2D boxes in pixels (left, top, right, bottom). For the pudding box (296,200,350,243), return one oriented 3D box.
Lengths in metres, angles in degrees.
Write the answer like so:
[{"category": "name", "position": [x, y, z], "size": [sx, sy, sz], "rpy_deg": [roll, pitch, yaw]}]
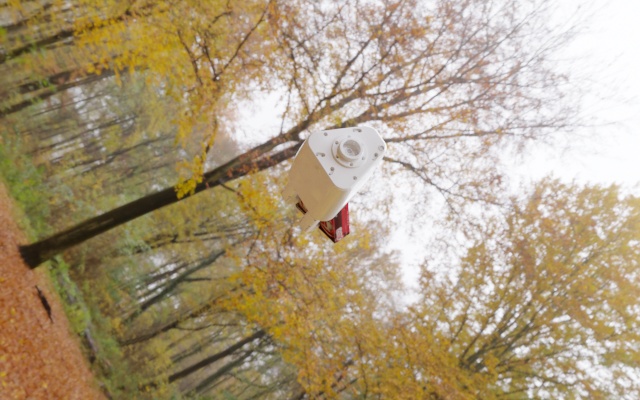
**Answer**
[{"category": "pudding box", "position": [0.000, 0.002, 0.777], "size": [0.039, 0.090, 0.113], "rpy_deg": [-28, 50, -22]}]
